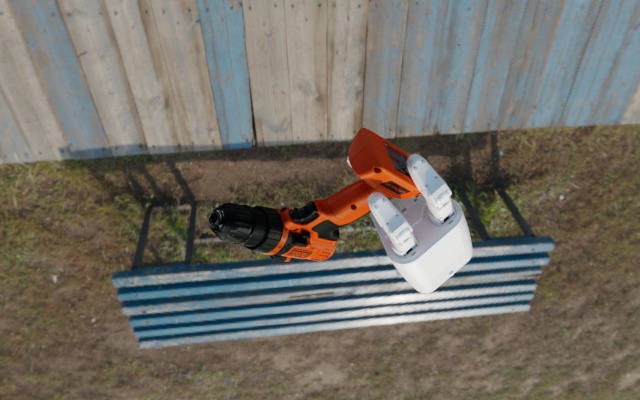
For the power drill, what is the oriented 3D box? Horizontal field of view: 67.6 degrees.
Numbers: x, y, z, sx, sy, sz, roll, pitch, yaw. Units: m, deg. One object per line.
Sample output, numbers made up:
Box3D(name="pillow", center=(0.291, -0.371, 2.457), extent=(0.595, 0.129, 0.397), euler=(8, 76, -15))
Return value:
Box3D(name="power drill", center=(0.001, 0.002, 0.512), extent=(0.188, 0.057, 0.184), euler=(-33, -29, 28))
